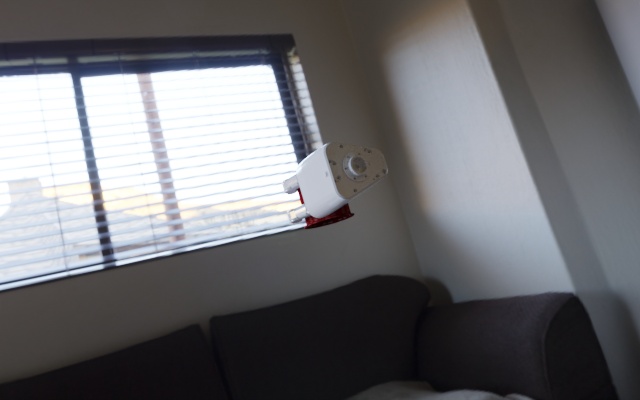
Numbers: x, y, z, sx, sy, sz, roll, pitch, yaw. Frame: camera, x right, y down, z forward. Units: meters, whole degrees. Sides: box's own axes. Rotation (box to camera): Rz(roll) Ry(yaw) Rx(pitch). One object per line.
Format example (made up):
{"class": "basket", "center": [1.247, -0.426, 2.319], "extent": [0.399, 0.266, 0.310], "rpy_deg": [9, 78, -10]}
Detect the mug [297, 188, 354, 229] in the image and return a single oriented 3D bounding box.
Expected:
{"class": "mug", "center": [0.000, 0.003, 0.868], "extent": [0.093, 0.081, 0.117], "rpy_deg": [-11, -10, -29]}
